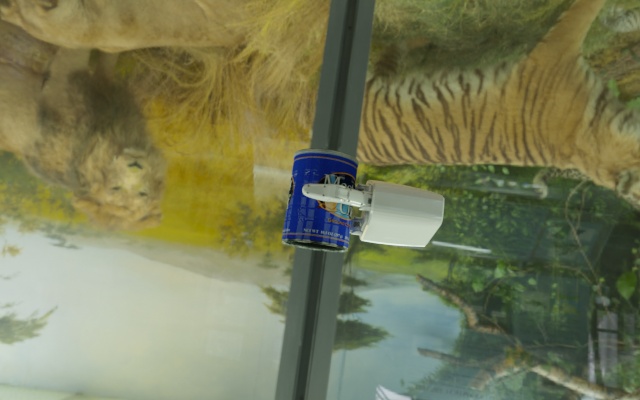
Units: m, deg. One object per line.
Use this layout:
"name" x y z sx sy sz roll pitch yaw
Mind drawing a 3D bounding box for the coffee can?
"coffee can" 0.000 0.002 0.735 0.103 0.140 0.103 7 -11 1
